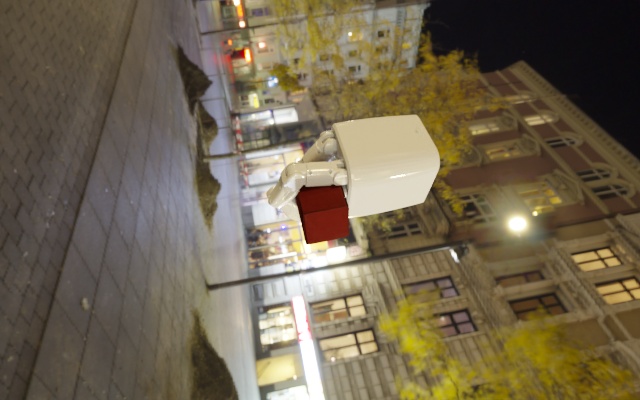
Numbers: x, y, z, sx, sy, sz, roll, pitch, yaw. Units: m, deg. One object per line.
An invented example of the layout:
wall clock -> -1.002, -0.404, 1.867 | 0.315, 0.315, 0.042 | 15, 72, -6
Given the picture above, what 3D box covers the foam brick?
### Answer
foam brick -> 0.000, 0.002, 0.547 | 0.051, 0.078, 0.053 | -9, -44, -6
